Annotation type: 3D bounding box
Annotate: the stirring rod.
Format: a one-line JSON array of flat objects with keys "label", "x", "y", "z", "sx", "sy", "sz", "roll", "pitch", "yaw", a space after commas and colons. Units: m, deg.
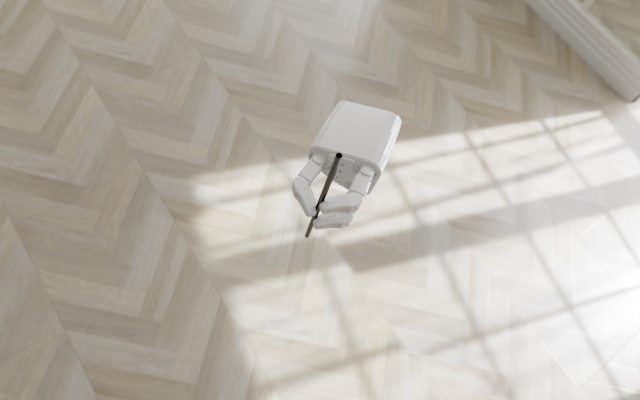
[{"label": "stirring rod", "x": 0.000, "y": 0.002, "z": 0.648, "sx": 0.011, "sy": 0.011, "sz": 0.240, "roll": 0, "pitch": -26, "yaw": -11}]
